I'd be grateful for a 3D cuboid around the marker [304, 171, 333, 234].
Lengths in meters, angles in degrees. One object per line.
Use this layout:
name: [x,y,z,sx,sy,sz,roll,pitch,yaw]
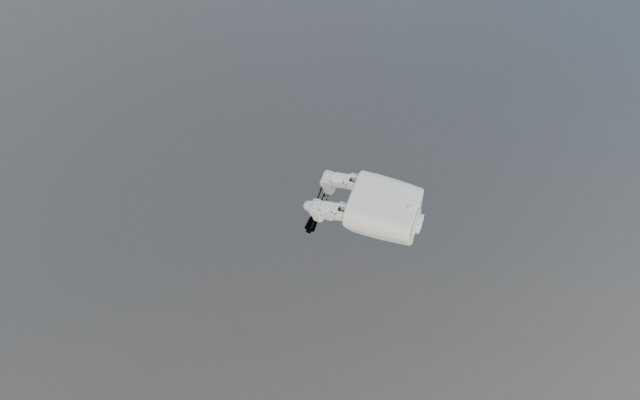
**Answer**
marker: [0.000,0.003,0.842,0.020,0.121,0.020,19,-21,8]
